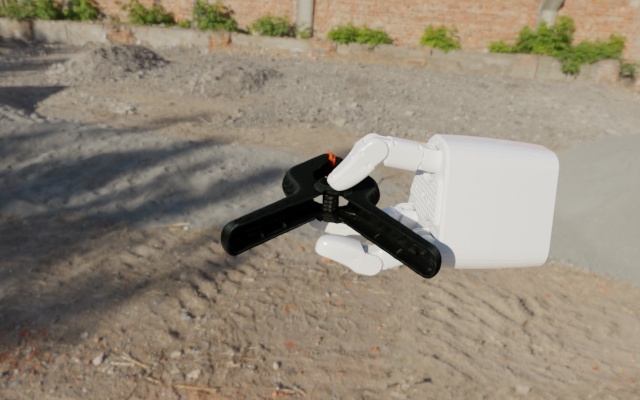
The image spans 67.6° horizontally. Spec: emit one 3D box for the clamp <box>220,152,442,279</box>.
[{"bbox_3d":[0.000,0.000,0.431,0.164,0.036,0.210,5,24,-9],"label":"clamp"}]
